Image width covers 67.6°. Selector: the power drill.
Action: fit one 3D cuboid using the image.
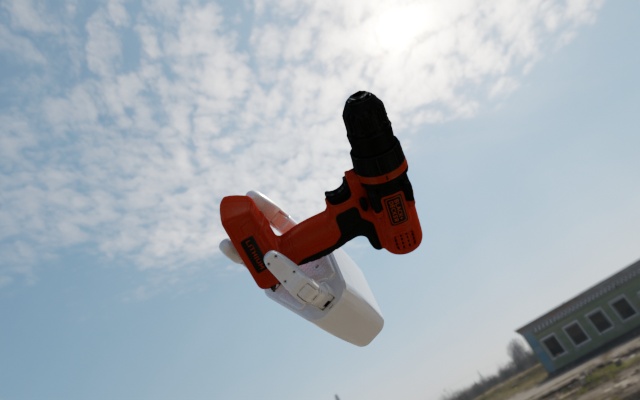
[{"bbox_3d":[0.000,0.002,0.476,0.187,0.184,0.057,-20,30,4],"label":"power drill"}]
